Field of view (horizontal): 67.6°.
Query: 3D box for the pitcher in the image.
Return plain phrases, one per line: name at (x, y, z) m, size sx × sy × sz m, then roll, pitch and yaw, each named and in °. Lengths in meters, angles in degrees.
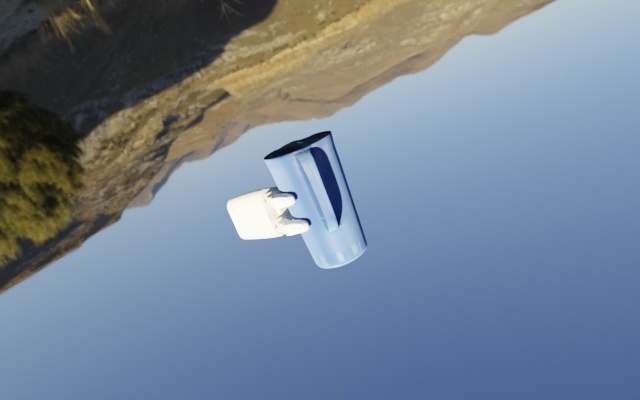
pitcher at (0.000, 0.003, 0.890) m, size 0.145 × 0.243 × 0.149 m, roll -11°, pitch 19°, yaw 39°
